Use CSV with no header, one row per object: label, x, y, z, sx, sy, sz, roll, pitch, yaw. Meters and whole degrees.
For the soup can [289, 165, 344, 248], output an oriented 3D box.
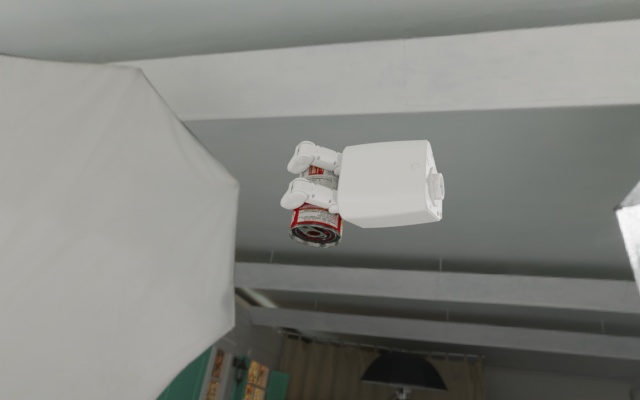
soup can,0.000,0.002,0.627,0.068,0.102,0.068,7,-27,3
